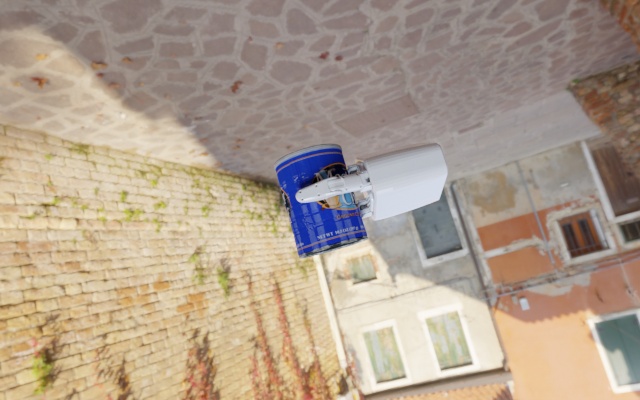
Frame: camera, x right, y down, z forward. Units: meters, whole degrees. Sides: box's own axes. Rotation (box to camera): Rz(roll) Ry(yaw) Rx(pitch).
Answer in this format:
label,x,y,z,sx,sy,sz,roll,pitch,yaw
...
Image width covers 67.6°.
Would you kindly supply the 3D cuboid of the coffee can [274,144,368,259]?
label,x,y,z,sx,sy,sz,roll,pitch,yaw
coffee can,0.000,0.002,0.687,0.103,0.140,0.103,-16,-9,-3
